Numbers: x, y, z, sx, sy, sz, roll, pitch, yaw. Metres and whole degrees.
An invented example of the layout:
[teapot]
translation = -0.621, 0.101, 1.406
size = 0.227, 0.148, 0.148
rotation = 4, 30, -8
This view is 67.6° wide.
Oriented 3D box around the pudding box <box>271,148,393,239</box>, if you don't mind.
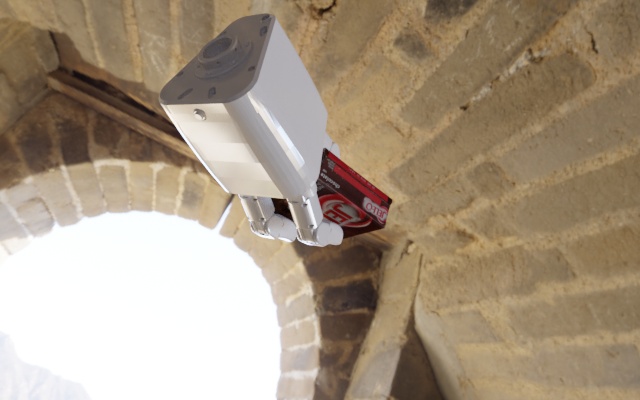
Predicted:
[pudding box]
translation = 0.000, 0.001, 0.471
size = 0.090, 0.039, 0.113
rotation = 36, -30, -23
